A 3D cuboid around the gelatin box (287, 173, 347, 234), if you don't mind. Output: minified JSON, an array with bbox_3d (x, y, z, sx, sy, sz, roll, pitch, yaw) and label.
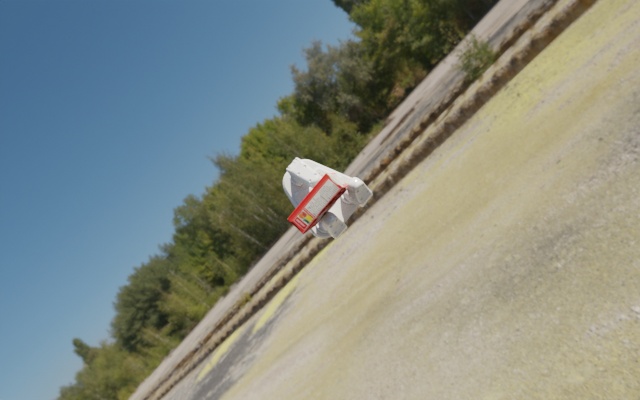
[{"bbox_3d":[0.000,0.002,0.596,0.030,0.073,0.089,41,8,4],"label":"gelatin box"}]
